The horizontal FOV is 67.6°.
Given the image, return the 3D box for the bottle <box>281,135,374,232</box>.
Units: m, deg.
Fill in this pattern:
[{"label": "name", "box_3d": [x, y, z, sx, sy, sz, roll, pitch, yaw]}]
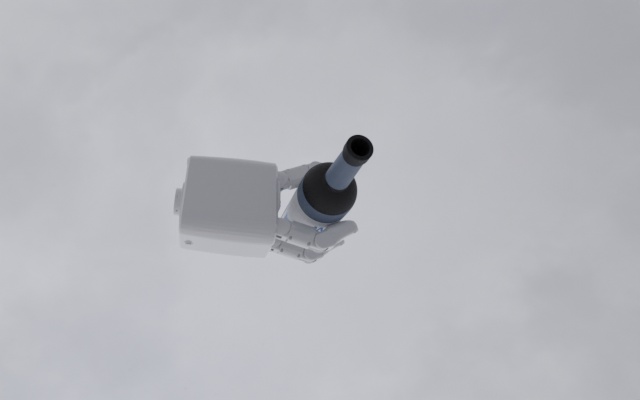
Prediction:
[{"label": "bottle", "box_3d": [0.000, 0.002, 0.581, 0.069, 0.069, 0.296, 0, -21, -16]}]
